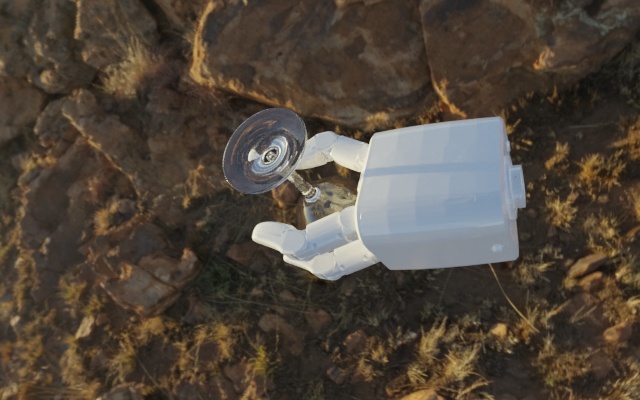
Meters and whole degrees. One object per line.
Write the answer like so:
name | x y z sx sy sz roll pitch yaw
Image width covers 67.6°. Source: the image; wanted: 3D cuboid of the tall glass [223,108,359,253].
tall glass | 0.000 0.001 0.441 0.079 0.079 0.201 0 -24 28
